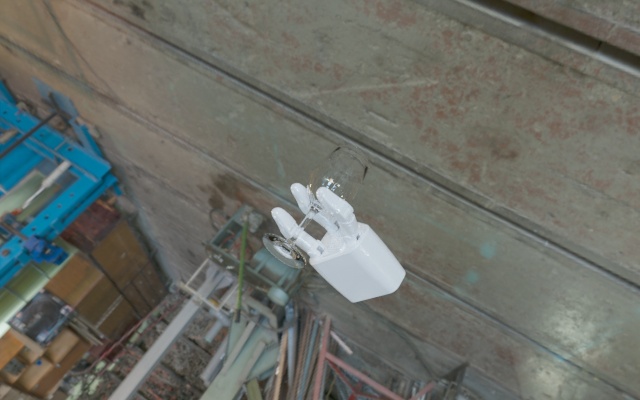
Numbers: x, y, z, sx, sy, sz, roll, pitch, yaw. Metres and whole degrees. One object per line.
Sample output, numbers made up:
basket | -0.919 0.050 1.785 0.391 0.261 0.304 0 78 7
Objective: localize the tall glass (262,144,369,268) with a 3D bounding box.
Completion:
tall glass | 0.000 0.003 0.721 0.079 0.201 0.079 27 -30 17
